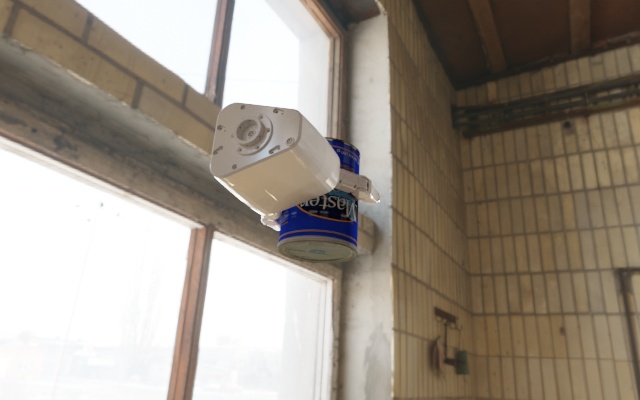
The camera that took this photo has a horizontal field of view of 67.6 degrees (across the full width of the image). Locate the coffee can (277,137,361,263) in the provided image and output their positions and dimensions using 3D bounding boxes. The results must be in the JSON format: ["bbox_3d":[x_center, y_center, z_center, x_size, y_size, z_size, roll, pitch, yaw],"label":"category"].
[{"bbox_3d":[0.000,0.002,0.631,0.103,0.140,0.103,3,-22,1],"label":"coffee can"}]
